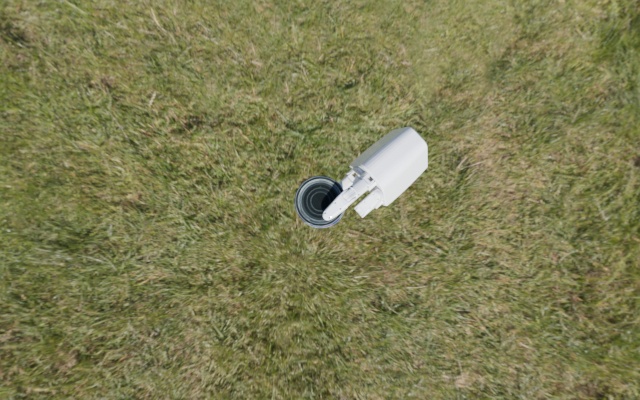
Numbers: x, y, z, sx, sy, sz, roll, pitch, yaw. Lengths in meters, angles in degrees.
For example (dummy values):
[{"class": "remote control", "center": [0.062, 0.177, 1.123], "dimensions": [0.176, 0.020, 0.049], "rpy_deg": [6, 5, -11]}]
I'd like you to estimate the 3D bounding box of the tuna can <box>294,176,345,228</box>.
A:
[{"class": "tuna can", "center": [0.000, 0.003, 0.787], "dimensions": [0.086, 0.086, 0.034], "rpy_deg": [0, -4, 1]}]
